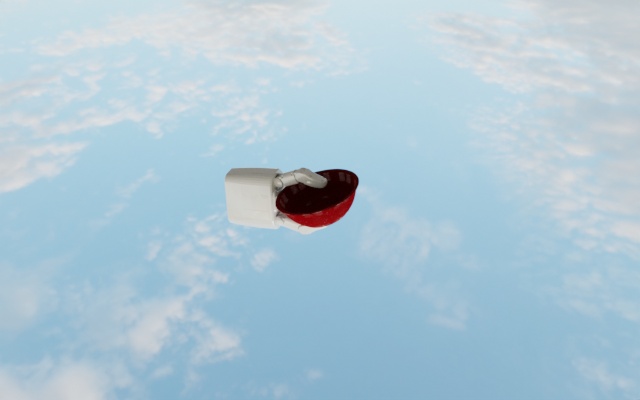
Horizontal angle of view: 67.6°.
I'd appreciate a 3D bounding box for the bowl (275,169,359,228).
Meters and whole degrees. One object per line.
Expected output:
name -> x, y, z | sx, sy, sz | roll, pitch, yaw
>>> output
bowl -> 0.001, 0.003, 0.892 | 0.162, 0.055, 0.162 | -15, 28, 8
